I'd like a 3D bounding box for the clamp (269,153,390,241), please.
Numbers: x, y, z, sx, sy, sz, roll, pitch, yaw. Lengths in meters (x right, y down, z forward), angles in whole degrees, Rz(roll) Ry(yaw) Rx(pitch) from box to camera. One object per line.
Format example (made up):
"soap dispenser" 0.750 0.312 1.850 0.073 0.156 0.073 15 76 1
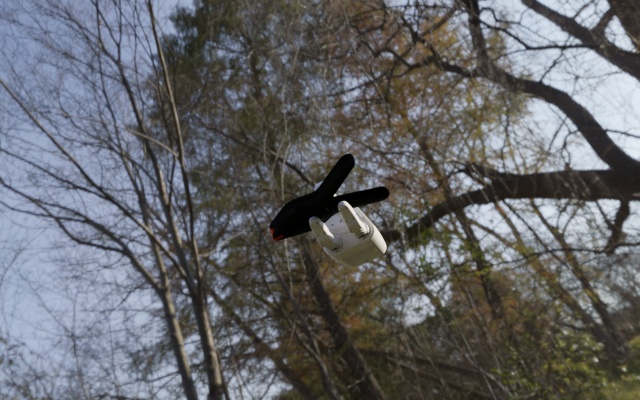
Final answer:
"clamp" -0.001 0.002 0.785 0.210 0.036 0.165 -27 -30 10
